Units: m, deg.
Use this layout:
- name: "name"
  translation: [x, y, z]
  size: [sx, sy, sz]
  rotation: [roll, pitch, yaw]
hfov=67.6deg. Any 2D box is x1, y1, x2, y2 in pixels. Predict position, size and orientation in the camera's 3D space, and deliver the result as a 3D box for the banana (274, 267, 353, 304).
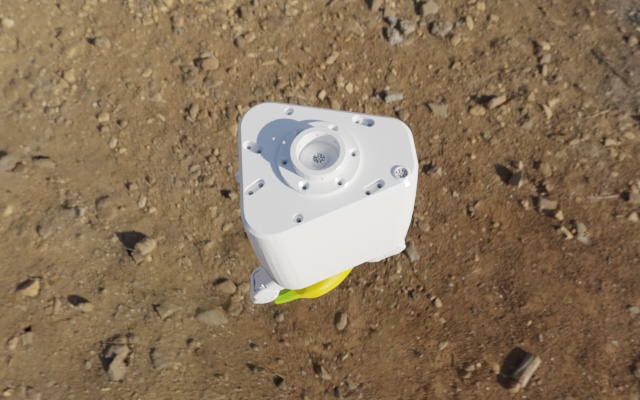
- name: "banana"
  translation: [0.017, 0.009, 0.453]
  size: [0.069, 0.197, 0.037]
  rotation: [15, -21, 14]
